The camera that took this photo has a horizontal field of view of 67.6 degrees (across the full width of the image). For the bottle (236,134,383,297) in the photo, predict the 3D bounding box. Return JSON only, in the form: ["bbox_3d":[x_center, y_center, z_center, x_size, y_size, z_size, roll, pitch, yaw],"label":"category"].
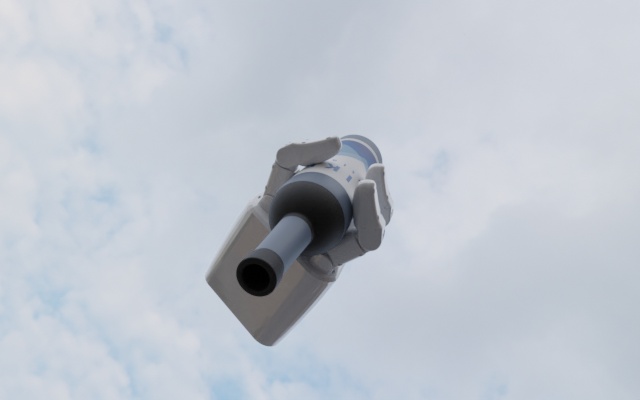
[{"bbox_3d":[0.000,0.001,0.429,0.069,0.069,0.295,0,18,17],"label":"bottle"}]
